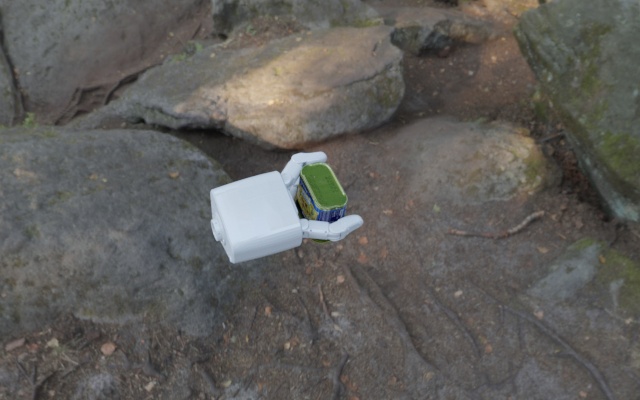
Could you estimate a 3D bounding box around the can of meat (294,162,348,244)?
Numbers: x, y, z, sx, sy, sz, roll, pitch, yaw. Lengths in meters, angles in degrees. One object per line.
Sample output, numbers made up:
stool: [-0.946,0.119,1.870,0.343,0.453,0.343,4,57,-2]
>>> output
can of meat: [0.000,0.002,0.752,0.057,0.102,0.084,-14,-38,-19]
